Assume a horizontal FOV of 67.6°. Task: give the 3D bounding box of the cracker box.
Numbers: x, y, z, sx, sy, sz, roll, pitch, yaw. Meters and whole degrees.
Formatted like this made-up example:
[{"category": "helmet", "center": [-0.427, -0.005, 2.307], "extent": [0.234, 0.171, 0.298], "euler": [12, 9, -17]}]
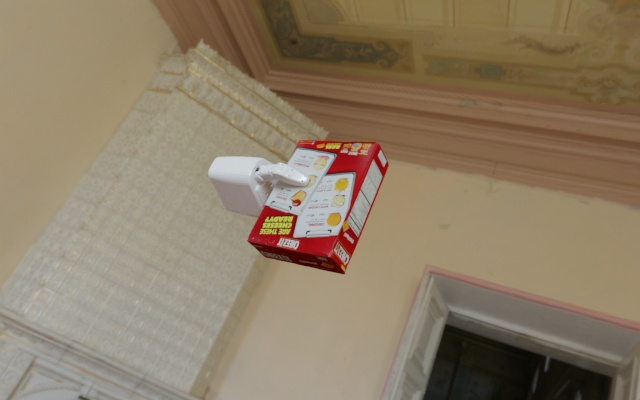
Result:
[{"category": "cracker box", "center": [0.000, 0.002, 0.789], "extent": [0.164, 0.213, 0.072], "euler": [7, -29, 35]}]
